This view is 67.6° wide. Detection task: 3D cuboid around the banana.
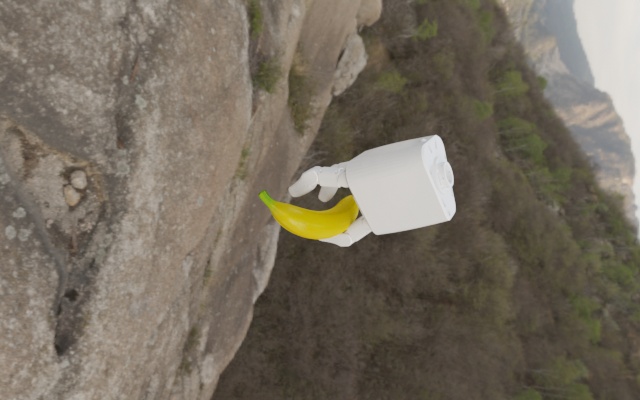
[{"bbox_3d":[0.003,0.019,0.651,0.037,0.069,0.198,-25,-18,35],"label":"banana"}]
